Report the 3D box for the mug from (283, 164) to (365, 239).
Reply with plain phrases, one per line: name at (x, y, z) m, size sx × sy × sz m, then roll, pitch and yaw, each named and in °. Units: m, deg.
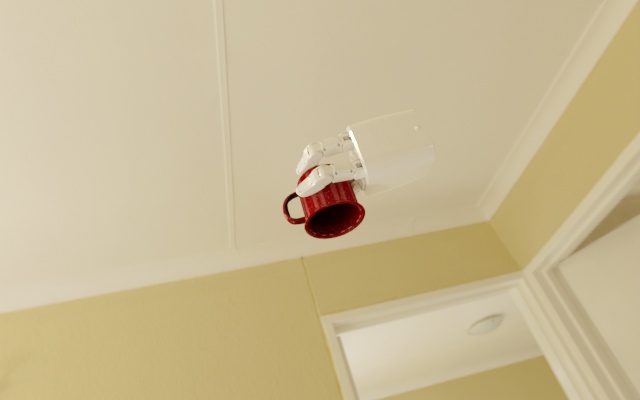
mug at (-0.001, 0.003, 0.723) m, size 0.117 × 0.081 × 0.093 m, roll -16°, pitch -35°, yaw -3°
